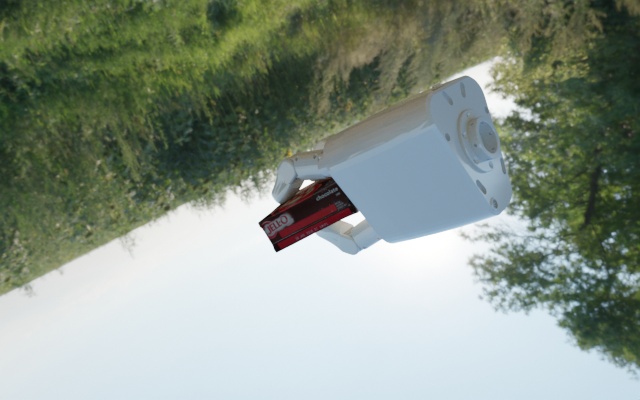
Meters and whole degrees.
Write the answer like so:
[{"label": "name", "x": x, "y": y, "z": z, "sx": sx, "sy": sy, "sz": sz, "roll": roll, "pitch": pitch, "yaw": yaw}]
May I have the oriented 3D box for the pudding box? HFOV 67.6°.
[{"label": "pudding box", "x": 0.000, "y": 0.002, "z": 0.471, "sx": 0.090, "sy": 0.039, "sz": 0.113, "roll": -27, "pitch": 5, "yaw": 18}]
